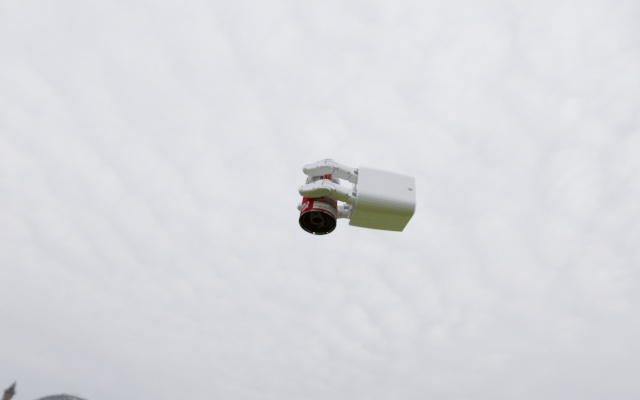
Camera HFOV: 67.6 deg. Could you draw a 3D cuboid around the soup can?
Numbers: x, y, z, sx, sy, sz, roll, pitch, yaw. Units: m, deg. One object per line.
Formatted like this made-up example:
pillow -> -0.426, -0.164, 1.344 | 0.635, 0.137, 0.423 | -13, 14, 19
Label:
soup can -> 0.000, 0.003, 0.869 | 0.068, 0.102, 0.069 | 5, -42, 4
